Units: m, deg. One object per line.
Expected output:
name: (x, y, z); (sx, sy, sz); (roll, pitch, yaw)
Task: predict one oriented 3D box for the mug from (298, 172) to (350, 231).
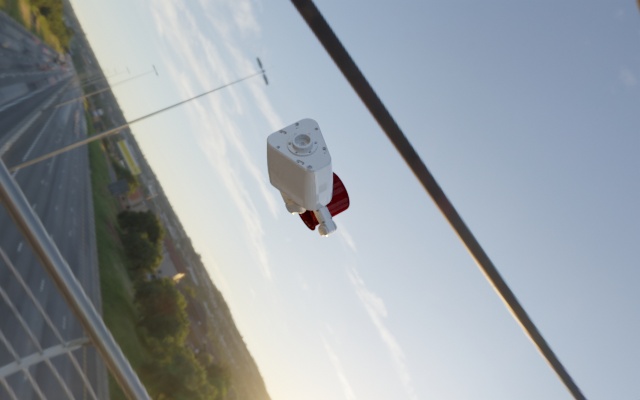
mug: (0.000, 0.004, 0.887); (0.081, 0.093, 0.117); (-27, -28, -17)
